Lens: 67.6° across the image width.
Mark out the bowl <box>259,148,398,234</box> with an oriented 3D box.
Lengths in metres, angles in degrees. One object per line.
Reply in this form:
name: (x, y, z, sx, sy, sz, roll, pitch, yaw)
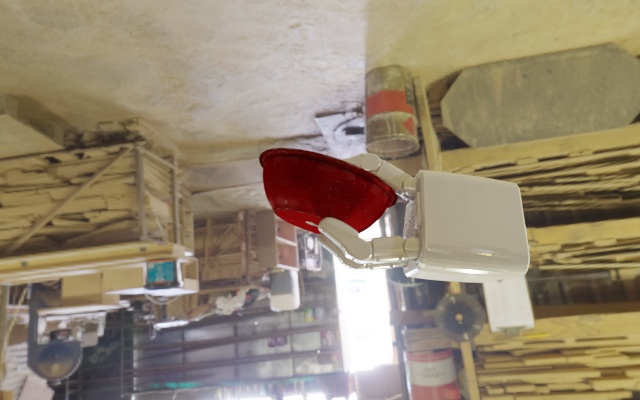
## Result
bowl: (-0.001, 0.002, 0.529, 0.162, 0.055, 0.162, 17, -14, 4)
